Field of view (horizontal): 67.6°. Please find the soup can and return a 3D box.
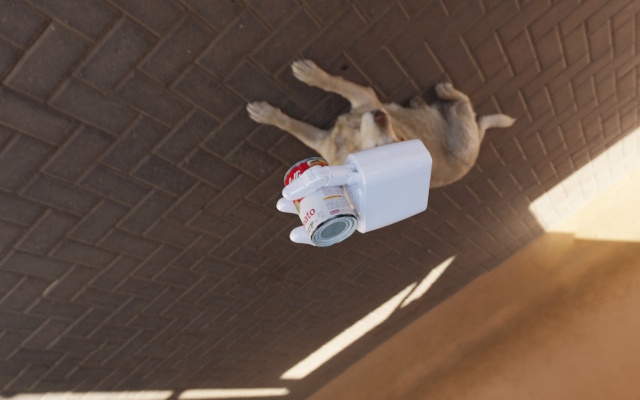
[{"bbox_3d":[0.000,0.002,0.640,0.068,0.102,0.069,-19,-32,-12],"label":"soup can"}]
